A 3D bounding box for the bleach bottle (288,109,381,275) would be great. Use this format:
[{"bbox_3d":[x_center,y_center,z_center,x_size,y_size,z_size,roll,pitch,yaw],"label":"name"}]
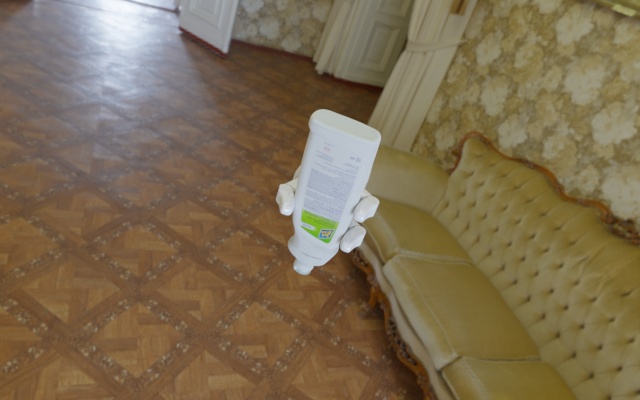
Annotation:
[{"bbox_3d":[0.000,0.002,0.698,0.102,0.251,0.068,23,29,5],"label":"bleach bottle"}]
